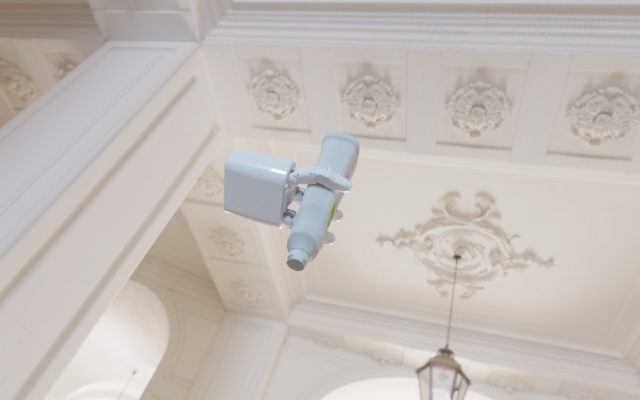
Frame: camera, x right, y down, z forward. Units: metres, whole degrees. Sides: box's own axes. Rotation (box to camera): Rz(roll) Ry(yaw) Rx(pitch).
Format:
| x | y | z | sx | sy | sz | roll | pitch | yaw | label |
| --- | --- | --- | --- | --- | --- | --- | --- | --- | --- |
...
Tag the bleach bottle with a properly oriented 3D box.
| x | y | z | sx | sy | sz | roll | pitch | yaw | label |
| --- | --- | --- | --- | --- | --- | --- | --- | --- | --- |
| 0.000 | 0.003 | 0.774 | 0.068 | 0.250 | 0.103 | 15 | -42 | 9 | bleach bottle |
